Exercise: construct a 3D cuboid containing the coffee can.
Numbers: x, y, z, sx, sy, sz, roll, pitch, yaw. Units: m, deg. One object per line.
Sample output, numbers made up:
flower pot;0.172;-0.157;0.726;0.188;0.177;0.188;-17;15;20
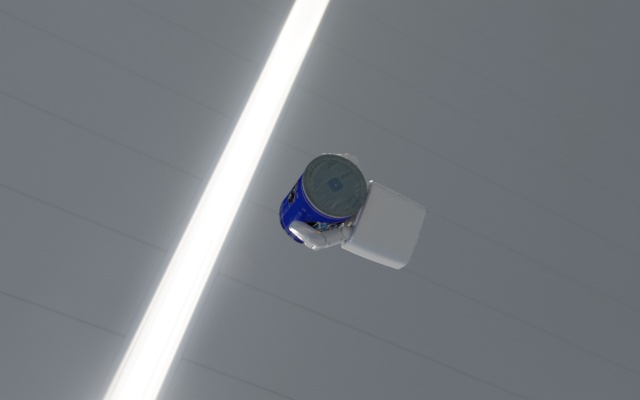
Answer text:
coffee can;0.000;0.002;0.772;0.103;0.102;0.140;0;-22;-21
